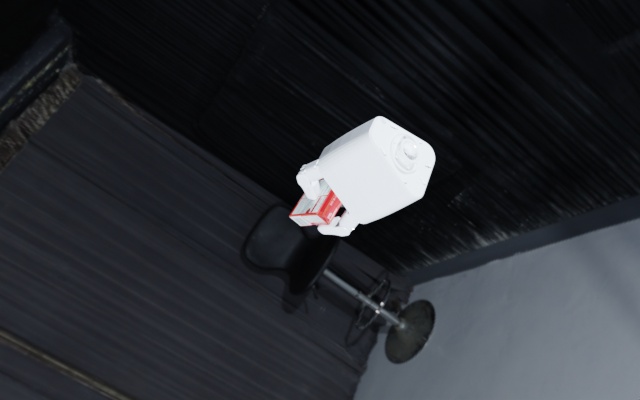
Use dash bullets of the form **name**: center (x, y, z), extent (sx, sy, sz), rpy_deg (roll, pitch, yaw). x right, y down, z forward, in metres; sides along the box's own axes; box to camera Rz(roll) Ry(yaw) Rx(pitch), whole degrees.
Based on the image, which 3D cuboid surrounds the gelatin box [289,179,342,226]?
- **gelatin box**: center (0.000, 0.002, 0.735), extent (0.030, 0.073, 0.089), rpy_deg (42, -24, -23)
